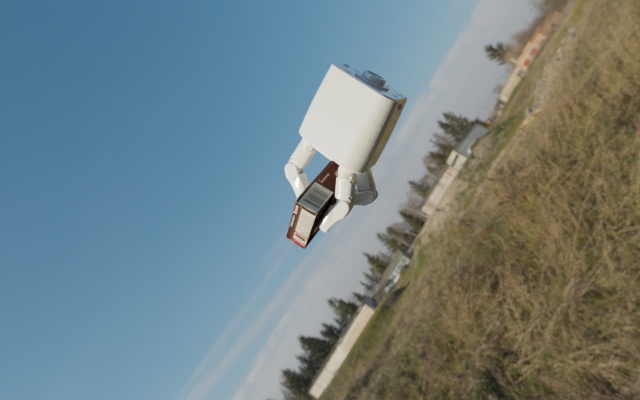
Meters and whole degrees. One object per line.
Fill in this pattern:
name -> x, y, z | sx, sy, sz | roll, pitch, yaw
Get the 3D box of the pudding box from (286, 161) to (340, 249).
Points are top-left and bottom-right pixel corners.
pudding box -> 0.000, 0.002, 0.689 | 0.039, 0.090, 0.113 | 33, 52, 12
